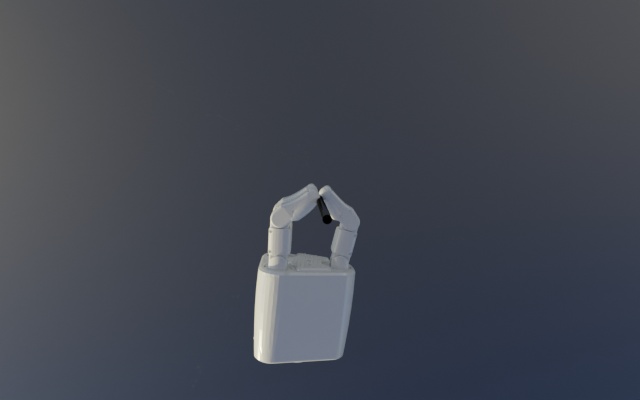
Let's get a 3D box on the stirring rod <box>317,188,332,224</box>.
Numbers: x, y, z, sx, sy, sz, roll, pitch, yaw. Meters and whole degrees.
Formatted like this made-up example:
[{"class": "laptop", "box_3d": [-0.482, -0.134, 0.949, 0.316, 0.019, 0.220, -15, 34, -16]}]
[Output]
[{"class": "stirring rod", "box_3d": [0.000, 0.002, 0.510, 0.011, 0.011, 0.239, 0, 7, -3]}]
